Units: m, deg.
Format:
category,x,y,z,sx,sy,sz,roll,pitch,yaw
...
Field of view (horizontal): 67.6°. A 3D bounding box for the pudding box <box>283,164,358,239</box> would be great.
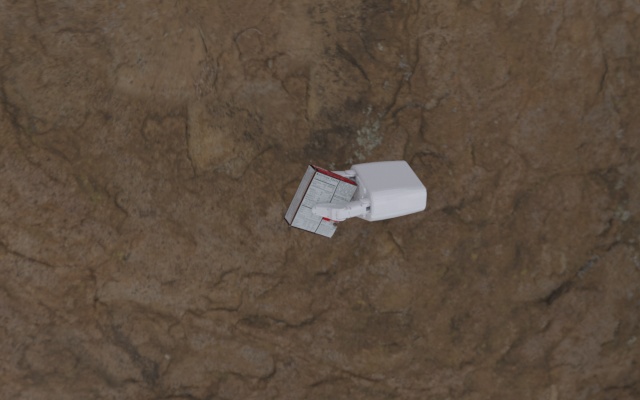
category,x,y,z,sx,sy,sz,roll,pitch,yaw
pudding box,0.000,0.003,0.835,0.090,0.113,0.039,19,14,-27
